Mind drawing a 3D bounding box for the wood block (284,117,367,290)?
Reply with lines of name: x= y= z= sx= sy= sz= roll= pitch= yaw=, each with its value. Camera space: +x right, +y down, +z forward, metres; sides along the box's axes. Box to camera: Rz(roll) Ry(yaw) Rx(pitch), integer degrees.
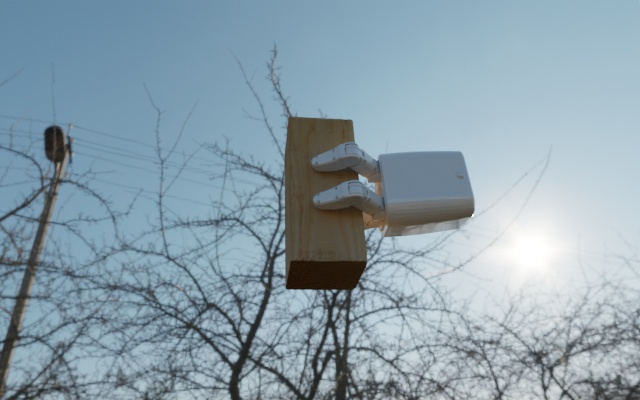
wood block: x=0.000 y=0.002 z=0.614 sx=0.090 sy=0.206 sz=0.091 roll=1 pitch=-32 yaw=-7
